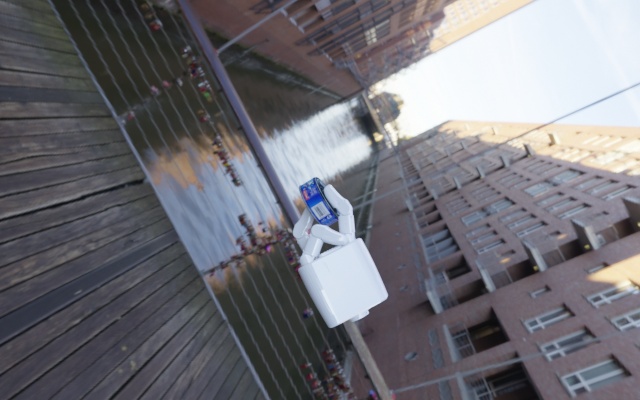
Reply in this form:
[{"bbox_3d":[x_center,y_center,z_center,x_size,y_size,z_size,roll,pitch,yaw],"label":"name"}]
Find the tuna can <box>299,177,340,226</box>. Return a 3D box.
[{"bbox_3d":[0.001,0.002,0.817,0.034,0.086,0.086,-31,-6,10],"label":"tuna can"}]
